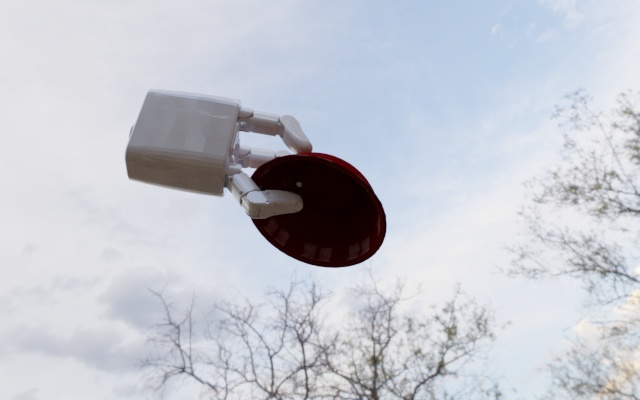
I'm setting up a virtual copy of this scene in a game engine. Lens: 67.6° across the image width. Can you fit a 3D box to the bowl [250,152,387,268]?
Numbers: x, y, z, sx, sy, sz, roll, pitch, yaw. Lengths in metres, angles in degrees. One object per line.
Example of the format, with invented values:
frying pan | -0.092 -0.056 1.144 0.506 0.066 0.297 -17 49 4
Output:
bowl | 0.001 0.002 0.540 0.162 0.162 0.055 0 39 22
